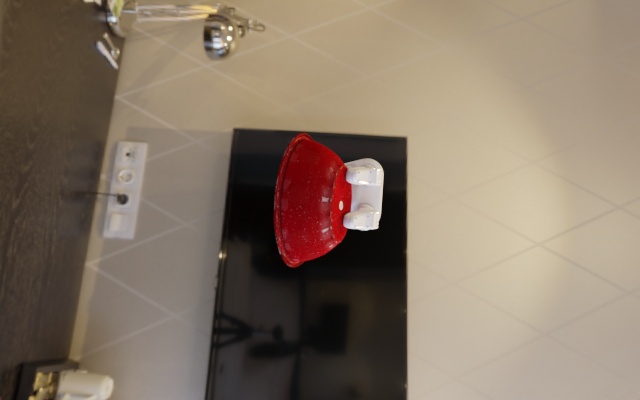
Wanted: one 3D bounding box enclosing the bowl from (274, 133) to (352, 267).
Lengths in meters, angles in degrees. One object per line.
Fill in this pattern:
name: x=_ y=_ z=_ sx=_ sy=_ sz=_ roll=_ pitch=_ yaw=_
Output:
bowl: x=0.000 y=0.002 z=0.569 sx=0.055 sy=0.162 sz=0.162 roll=5 pitch=1 yaw=18
